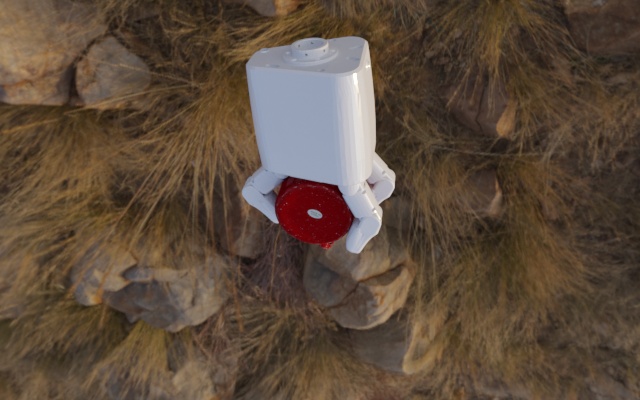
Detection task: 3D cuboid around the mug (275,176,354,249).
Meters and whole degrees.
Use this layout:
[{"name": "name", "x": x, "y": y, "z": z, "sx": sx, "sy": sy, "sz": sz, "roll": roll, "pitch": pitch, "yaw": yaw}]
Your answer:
[{"name": "mug", "x": 0.000, "y": 0.003, "z": 0.517, "sx": 0.093, "sy": 0.117, "sz": 0.081, "roll": 0, "pitch": 37, "yaw": 11}]
